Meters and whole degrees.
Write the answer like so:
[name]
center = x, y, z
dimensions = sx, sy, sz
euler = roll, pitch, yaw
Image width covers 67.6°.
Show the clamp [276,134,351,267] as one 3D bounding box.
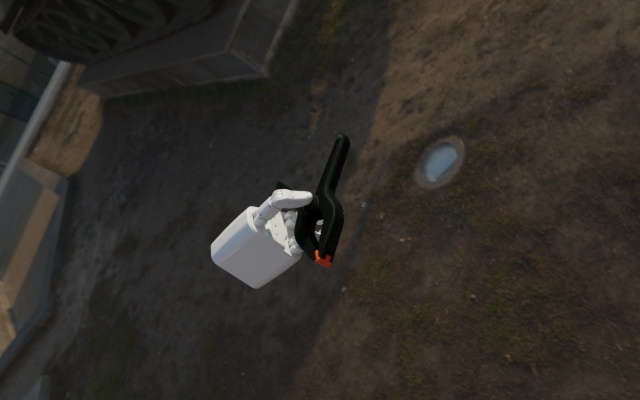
[clamp]
center = -0.001, 0.003, 0.744
dimensions = 0.036, 0.209, 0.164
euler = 27, -56, -37
